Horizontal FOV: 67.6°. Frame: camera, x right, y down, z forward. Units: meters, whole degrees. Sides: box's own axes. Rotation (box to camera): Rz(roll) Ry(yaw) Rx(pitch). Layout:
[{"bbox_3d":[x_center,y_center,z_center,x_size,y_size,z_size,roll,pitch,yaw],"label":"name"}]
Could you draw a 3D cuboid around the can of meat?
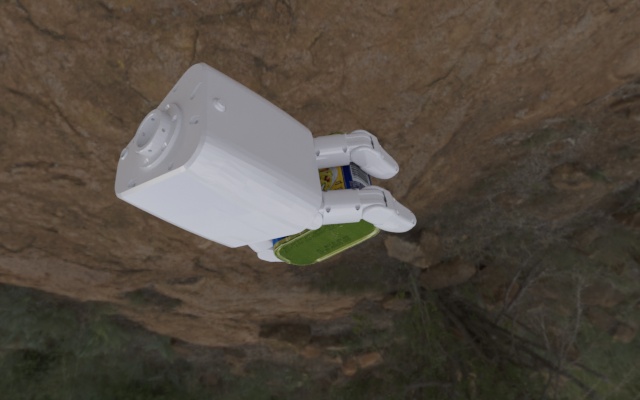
[{"bbox_3d":[0.000,0.002,0.430,0.102,0.084,0.057,-29,-40,26],"label":"can of meat"}]
